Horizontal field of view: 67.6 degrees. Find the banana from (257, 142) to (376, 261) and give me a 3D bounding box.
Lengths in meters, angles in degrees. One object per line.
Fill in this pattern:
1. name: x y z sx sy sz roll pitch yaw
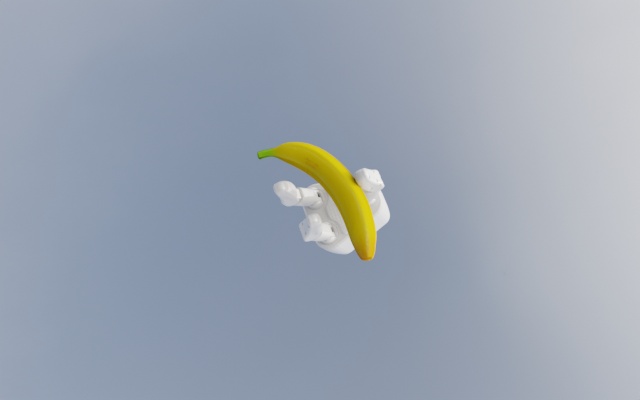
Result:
1. banana: 0.011 -0.013 0.590 0.197 0.069 0.037 43 -5 19
